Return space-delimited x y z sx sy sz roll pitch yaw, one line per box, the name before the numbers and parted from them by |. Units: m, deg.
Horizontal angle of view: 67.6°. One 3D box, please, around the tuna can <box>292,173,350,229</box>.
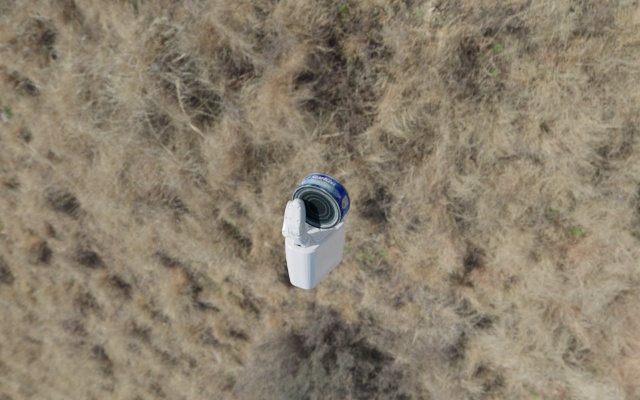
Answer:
tuna can | 0.000 0.003 0.732 0.086 0.086 0.033 0 35 32
